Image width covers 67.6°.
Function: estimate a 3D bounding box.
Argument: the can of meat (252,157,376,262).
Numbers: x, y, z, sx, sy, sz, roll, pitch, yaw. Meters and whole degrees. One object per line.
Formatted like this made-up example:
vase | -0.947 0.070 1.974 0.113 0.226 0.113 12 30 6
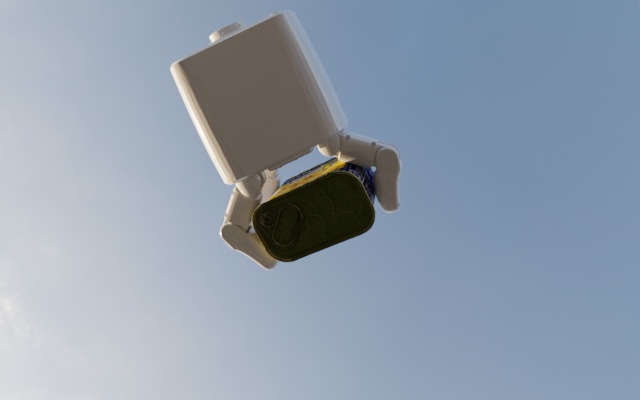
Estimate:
can of meat | 0.000 0.001 0.429 0.102 0.057 0.084 -24 14 18
